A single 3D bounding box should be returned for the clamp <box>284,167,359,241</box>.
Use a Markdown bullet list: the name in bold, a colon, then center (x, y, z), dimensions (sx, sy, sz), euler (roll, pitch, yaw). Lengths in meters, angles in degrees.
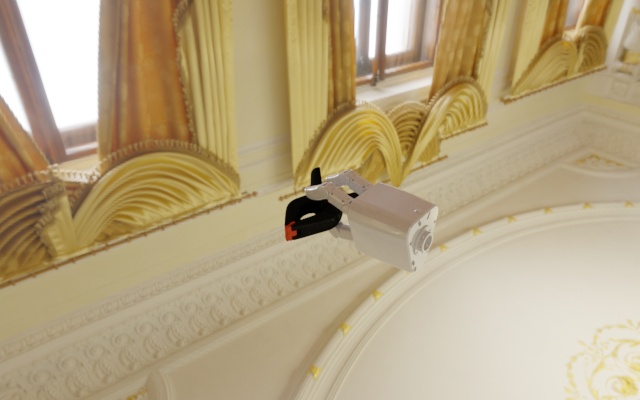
- **clamp**: center (0.000, 0.004, 0.810), dimensions (0.164, 0.036, 0.210), euler (21, 38, 35)
